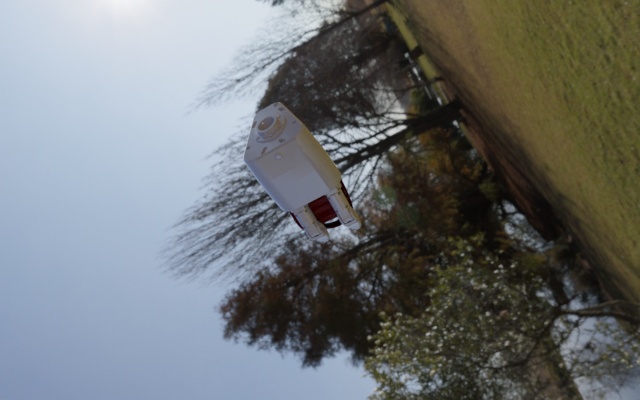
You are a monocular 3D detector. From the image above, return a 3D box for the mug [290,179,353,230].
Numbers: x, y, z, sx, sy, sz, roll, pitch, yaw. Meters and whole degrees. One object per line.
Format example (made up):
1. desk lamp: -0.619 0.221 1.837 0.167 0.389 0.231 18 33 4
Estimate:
1. mug: 0.001 0.003 0.747 0.081 0.093 0.117 -26 -49 12
